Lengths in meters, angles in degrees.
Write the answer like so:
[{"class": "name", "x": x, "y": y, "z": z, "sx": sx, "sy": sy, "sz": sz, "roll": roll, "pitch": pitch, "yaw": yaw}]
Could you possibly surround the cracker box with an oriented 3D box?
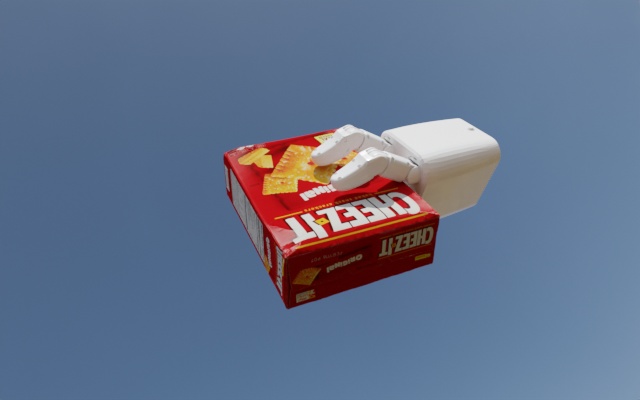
[{"class": "cracker box", "x": 0.000, "y": 0.002, "z": 0.526, "sx": 0.164, "sy": 0.072, "sz": 0.213, "roll": -14, "pitch": 36, "yaw": -20}]
